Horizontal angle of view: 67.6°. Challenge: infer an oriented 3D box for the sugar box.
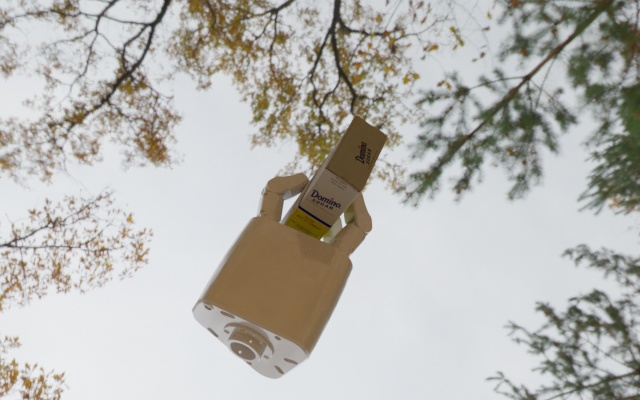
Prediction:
[{"bbox_3d":[0.000,0.002,0.507,0.048,0.093,0.176,34,-43,-6],"label":"sugar box"}]
